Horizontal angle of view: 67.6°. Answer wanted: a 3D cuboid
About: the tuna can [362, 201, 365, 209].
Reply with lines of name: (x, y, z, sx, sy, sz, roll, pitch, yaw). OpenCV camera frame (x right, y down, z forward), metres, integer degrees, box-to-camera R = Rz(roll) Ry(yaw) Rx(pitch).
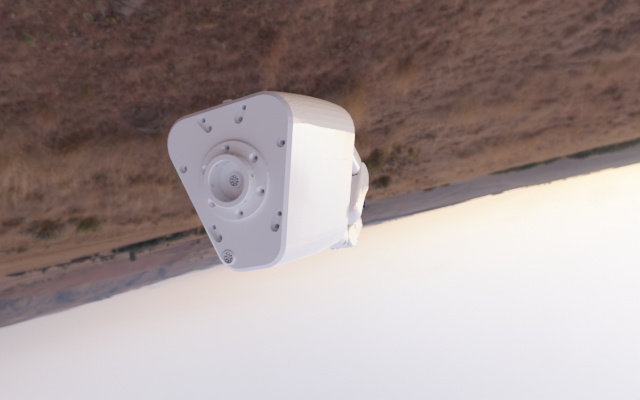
tuna can: (0.000, 0.002, 0.472, 0.086, 0.034, 0.086, -16, 1, 0)
